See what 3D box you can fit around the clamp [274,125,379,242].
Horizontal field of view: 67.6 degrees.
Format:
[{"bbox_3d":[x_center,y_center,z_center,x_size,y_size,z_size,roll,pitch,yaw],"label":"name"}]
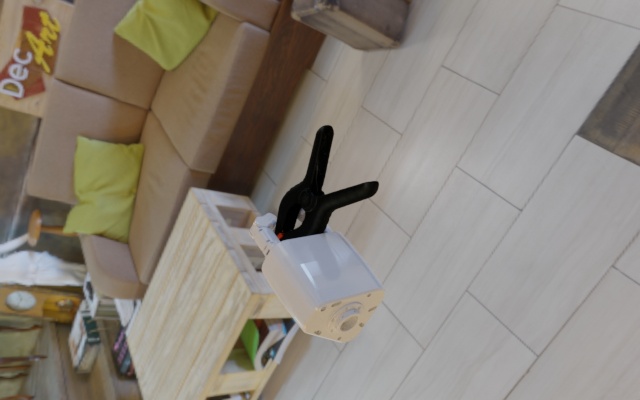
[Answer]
[{"bbox_3d":[0.000,0.002,0.614,0.039,0.171,0.120,8,30,-43],"label":"clamp"}]
